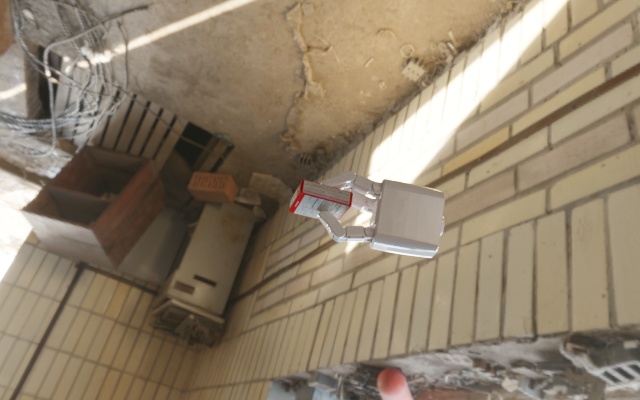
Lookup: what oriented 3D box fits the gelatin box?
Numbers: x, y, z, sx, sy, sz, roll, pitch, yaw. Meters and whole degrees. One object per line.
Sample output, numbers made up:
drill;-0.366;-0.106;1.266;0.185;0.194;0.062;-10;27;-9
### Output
gelatin box;0.000;0.003;0.798;0.089;0.030;0.073;14;-30;-13
